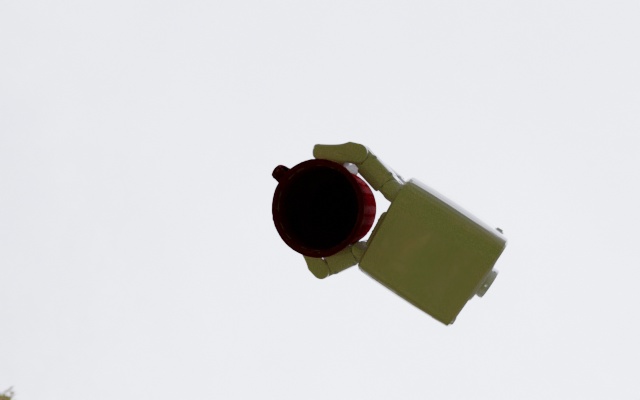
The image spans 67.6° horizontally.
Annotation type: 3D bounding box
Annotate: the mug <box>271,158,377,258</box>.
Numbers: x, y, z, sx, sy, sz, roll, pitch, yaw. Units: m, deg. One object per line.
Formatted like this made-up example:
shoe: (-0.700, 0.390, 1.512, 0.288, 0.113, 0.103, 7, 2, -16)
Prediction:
mug: (-0.001, 0.001, 0.486, 0.117, 0.093, 0.081, 35, 10, 17)
